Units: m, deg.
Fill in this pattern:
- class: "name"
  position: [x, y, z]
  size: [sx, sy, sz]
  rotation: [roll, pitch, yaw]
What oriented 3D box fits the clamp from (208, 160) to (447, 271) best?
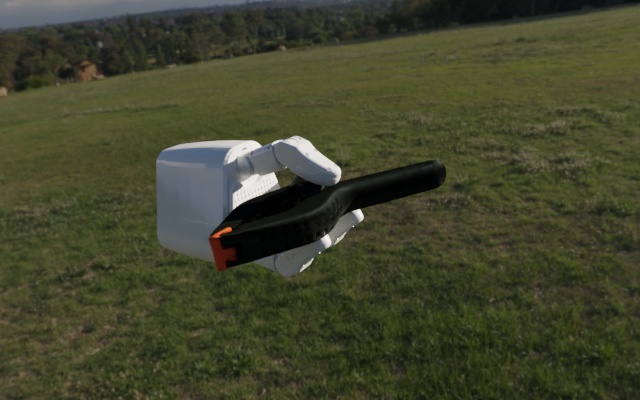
- class: "clamp"
  position: [-0.001, 0.001, 0.406]
  size: [0.164, 0.036, 0.210]
  rotation: [1, 22, 36]
